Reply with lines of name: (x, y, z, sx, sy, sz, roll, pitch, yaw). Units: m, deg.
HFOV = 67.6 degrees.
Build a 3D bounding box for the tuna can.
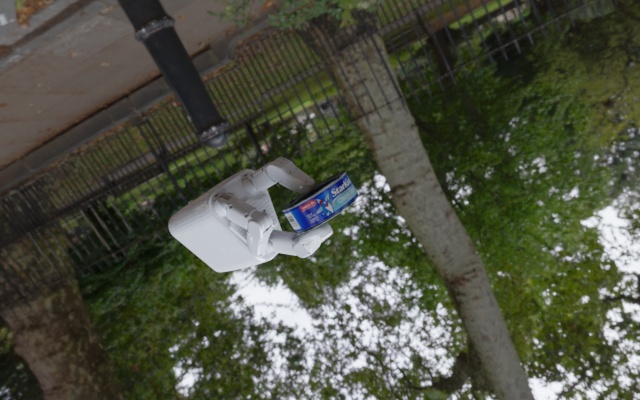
tuna can: (0.000, 0.002, 0.547, 0.086, 0.034, 0.086, -31, 7, 4)
